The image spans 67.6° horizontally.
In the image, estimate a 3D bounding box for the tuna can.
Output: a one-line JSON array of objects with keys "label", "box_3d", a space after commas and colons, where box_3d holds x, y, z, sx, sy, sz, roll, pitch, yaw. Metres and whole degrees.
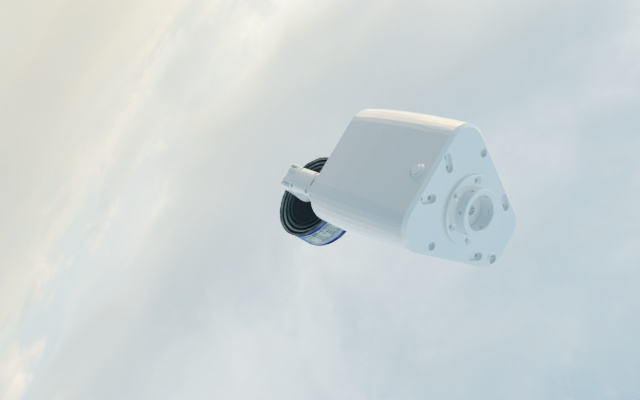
[{"label": "tuna can", "box_3d": [0.000, 0.002, 0.480, 0.034, 0.086, 0.086, 32, -21, -37]}]
